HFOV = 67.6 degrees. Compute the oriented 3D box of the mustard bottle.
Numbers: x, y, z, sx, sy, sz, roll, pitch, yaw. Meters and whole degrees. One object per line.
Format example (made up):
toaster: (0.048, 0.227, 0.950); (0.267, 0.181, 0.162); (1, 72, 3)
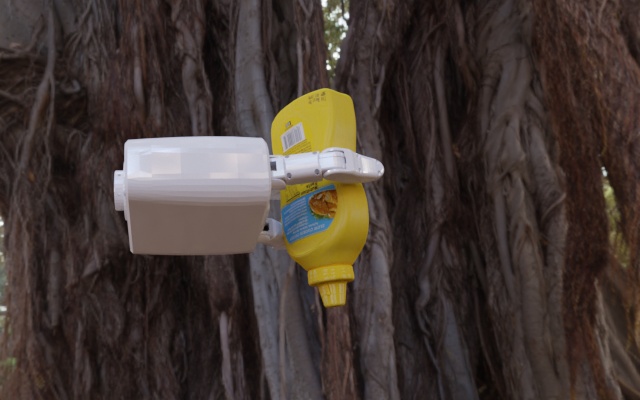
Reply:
mustard bottle: (0.000, 0.001, 0.443); (0.058, 0.191, 0.096); (8, -23, -41)
